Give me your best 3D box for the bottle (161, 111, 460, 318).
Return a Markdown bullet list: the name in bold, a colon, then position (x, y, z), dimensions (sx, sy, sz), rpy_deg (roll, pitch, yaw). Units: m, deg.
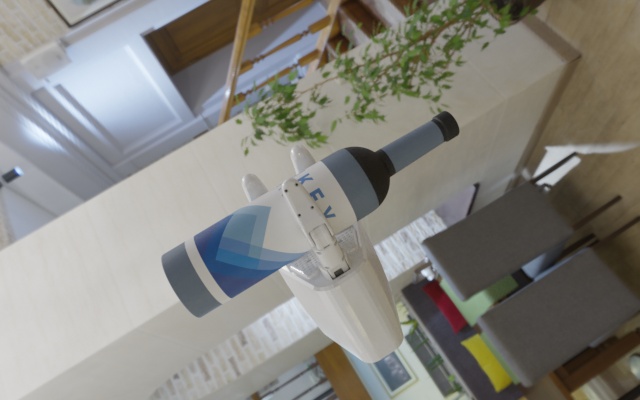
- **bottle**: position (0.000, 0.002, 0.444), dimensions (0.295, 0.069, 0.069), rpy_deg (-31, 3, -5)
